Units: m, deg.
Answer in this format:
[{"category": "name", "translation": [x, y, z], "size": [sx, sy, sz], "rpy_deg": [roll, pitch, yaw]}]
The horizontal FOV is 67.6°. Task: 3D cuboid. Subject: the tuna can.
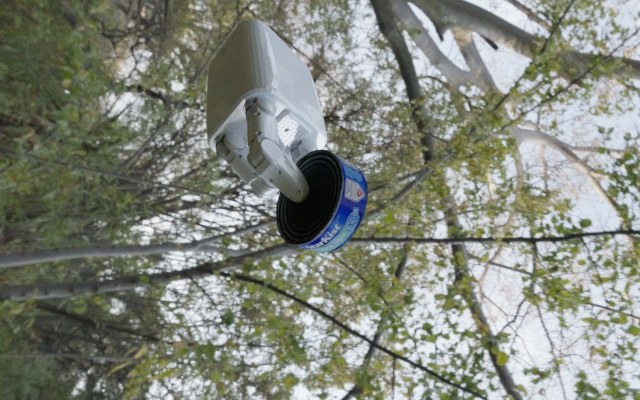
[{"category": "tuna can", "translation": [0.000, 0.002, 0.415], "size": [0.034, 0.086, 0.086], "rpy_deg": [22, -14, -37]}]
